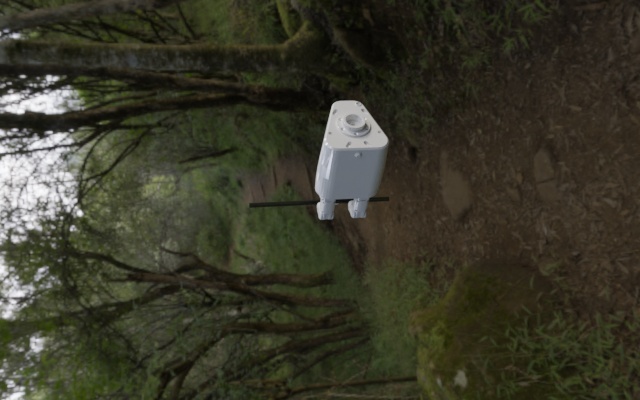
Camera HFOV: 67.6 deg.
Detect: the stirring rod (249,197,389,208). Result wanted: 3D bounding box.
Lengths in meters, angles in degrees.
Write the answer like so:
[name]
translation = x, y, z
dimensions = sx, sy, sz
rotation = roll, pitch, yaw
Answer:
[stirring rod]
translation = 0.000, 0.003, 0.814
dimensions = 0.239, 0.011, 0.011
rotation = -3, 0, -9
